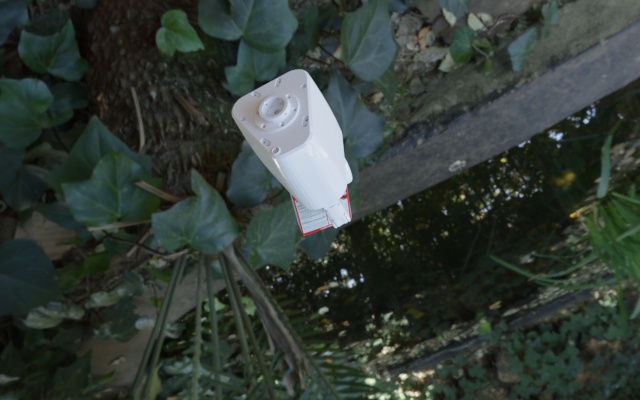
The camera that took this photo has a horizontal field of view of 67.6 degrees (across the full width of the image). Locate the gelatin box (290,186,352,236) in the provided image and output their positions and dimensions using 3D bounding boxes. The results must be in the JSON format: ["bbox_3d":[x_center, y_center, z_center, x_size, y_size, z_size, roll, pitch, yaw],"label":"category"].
[{"bbox_3d":[0.000,0.003,0.641,0.073,0.030,0.089,-20,-38,-6],"label":"gelatin box"}]
